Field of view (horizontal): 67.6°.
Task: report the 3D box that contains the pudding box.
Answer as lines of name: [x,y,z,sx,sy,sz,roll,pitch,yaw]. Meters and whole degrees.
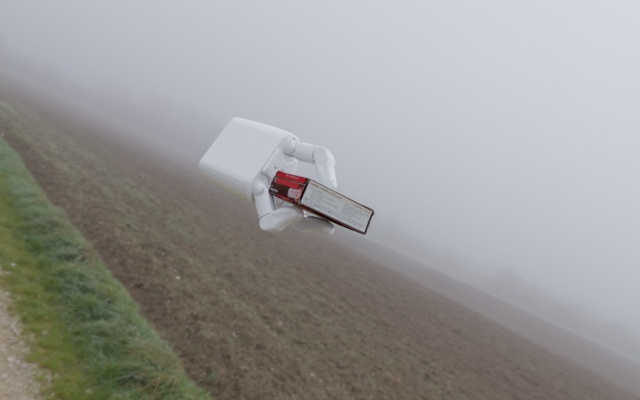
pudding box: [0.000,0.002,0.620,0.113,0.039,0.090,23,-2,-32]
